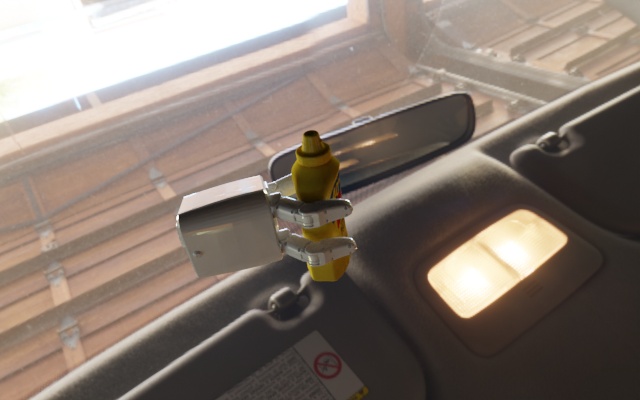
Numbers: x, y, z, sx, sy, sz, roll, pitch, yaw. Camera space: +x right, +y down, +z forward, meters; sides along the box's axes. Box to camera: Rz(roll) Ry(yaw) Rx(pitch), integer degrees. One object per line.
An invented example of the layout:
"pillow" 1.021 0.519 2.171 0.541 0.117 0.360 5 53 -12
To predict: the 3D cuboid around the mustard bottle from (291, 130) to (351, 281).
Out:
"mustard bottle" 0.000 0.002 0.595 0.058 0.192 0.096 -1 35 13
